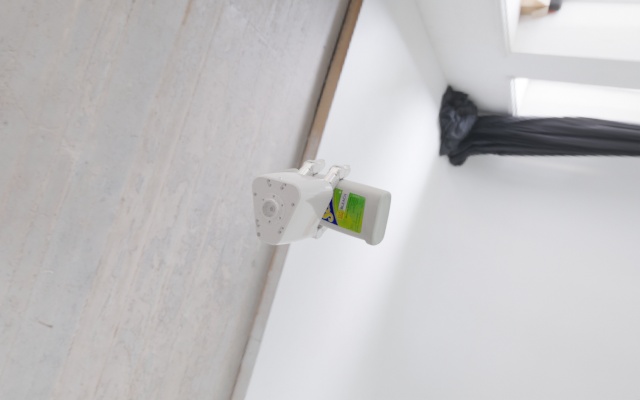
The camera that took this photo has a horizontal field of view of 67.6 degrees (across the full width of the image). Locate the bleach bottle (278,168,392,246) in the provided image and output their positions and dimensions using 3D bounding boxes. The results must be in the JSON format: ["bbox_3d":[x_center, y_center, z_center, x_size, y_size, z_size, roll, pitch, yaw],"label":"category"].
[{"bbox_3d":[0.000,0.003,0.885,0.251,0.102,0.068,14,10,26],"label":"bleach bottle"}]
